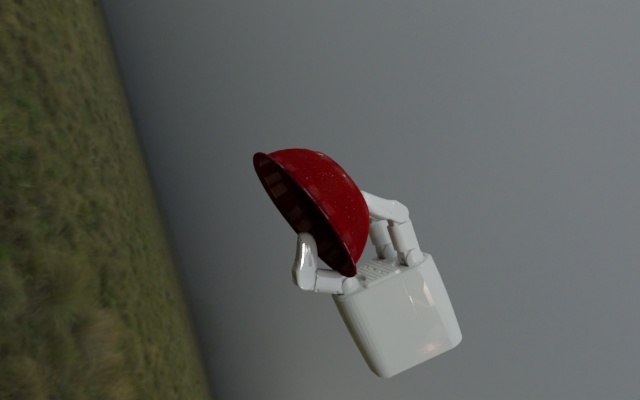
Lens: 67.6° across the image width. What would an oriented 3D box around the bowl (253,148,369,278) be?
[{"bbox_3d":[0.000,0.000,0.497,0.055,0.162,0.162,-39,12,-15],"label":"bowl"}]
